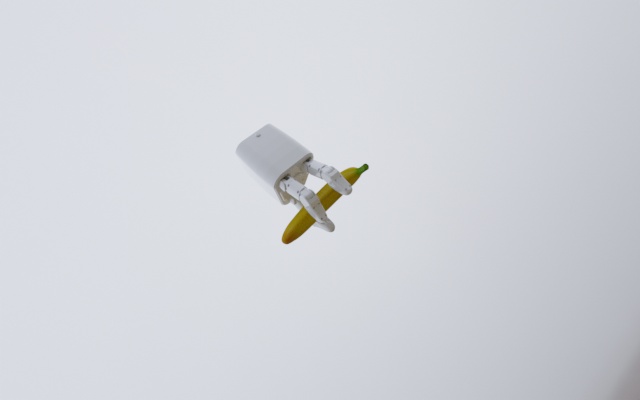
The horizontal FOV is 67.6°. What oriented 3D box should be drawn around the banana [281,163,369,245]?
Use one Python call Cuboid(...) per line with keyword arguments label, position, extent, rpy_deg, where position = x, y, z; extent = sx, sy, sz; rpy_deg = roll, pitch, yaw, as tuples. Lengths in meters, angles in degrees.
Cuboid(label="banana", position=(0.002, 0.002, 0.842), extent=(0.198, 0.037, 0.069), rpy_deg=(-45, -3, -5))
